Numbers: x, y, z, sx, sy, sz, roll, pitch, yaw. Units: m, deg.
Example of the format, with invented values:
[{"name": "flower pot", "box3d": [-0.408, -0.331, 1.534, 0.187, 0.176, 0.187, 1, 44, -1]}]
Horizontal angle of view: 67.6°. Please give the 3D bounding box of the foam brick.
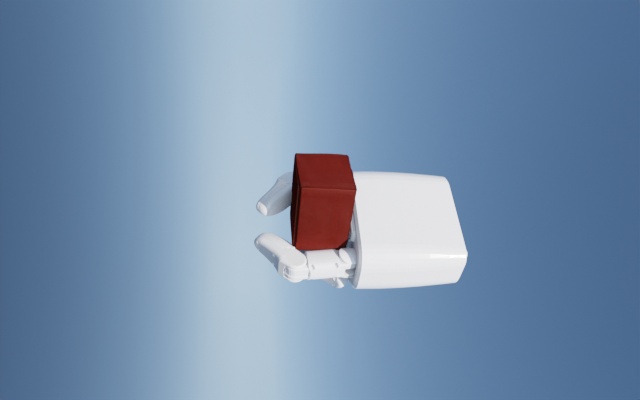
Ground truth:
[{"name": "foam brick", "box3d": [0.000, 0.001, 0.442, 0.051, 0.078, 0.053, 1, 41, -8]}]
